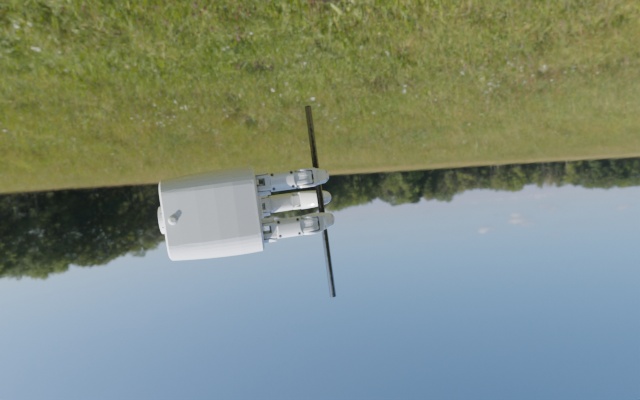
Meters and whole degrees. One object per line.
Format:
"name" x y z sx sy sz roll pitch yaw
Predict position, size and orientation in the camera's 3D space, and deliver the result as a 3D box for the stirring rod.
"stirring rod" 0.000 0.002 0.598 0.011 0.239 0.011 -8 2 0
